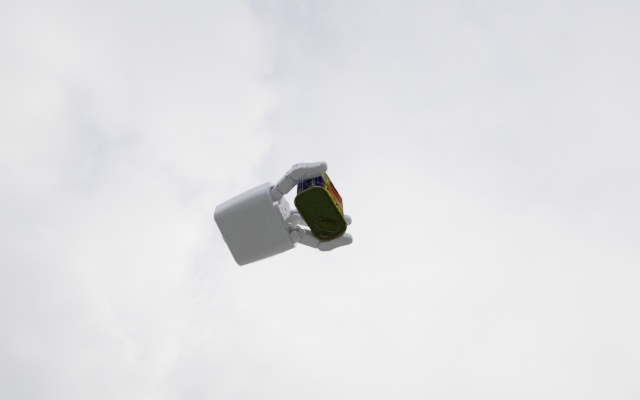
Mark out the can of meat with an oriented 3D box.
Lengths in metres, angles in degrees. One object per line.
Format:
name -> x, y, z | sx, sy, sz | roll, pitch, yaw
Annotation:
can of meat -> 0.000, 0.002, 0.789 | 0.057, 0.102, 0.084 | -25, 27, 13
